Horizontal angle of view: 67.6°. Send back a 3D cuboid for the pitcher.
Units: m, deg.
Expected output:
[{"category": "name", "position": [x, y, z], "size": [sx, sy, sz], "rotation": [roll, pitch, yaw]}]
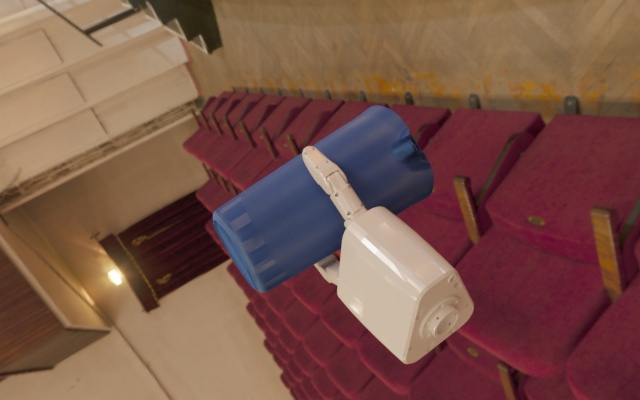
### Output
[{"category": "pitcher", "position": [0.000, 0.002, 0.573], "size": [0.243, 0.149, 0.145], "rotation": [-32, 47, -17]}]
